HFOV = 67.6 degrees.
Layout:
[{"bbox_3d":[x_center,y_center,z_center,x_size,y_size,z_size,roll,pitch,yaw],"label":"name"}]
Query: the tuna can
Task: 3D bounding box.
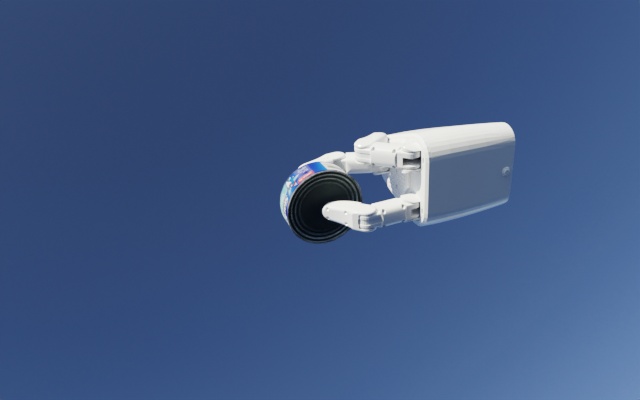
[{"bbox_3d":[0.000,0.001,0.518,0.086,0.086,0.033,0,25,-23],"label":"tuna can"}]
